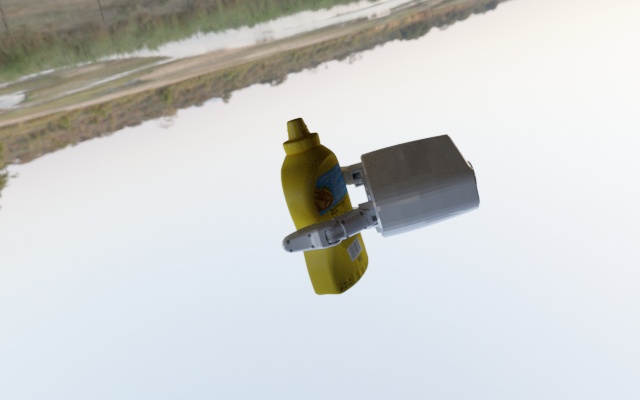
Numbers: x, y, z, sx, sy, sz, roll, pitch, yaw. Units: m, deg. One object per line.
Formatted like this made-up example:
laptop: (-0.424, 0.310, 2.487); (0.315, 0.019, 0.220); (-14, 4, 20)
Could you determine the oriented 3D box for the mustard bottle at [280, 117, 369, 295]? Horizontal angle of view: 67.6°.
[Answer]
mustard bottle: (0.000, 0.002, 0.533); (0.058, 0.192, 0.096); (-8, 18, 30)
